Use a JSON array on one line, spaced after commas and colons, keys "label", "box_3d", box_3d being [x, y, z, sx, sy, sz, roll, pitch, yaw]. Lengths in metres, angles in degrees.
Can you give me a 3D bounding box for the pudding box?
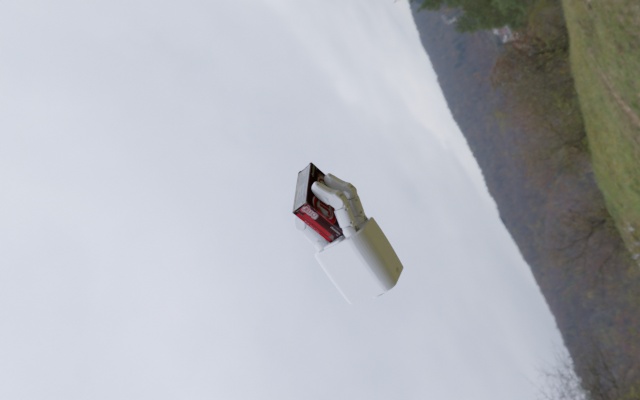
[{"label": "pudding box", "box_3d": [0.000, 0.003, 0.795, 0.039, 0.113, 0.090, -35, -61, 25]}]
